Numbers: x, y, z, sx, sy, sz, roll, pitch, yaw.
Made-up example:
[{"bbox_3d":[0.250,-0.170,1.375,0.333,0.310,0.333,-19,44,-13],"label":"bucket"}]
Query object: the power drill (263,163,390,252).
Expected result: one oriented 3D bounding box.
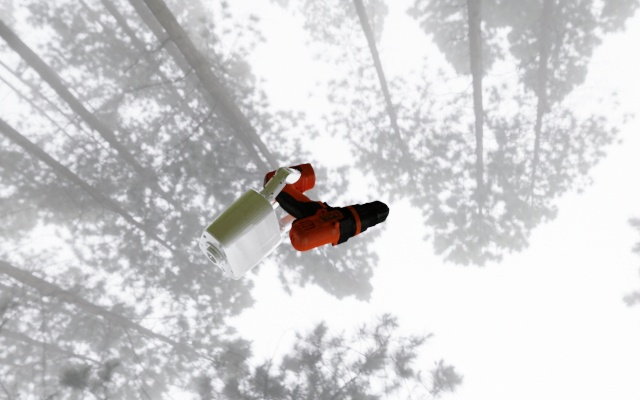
[{"bbox_3d":[0.000,0.003,0.817,0.184,0.057,0.187,-15,37,-29],"label":"power drill"}]
